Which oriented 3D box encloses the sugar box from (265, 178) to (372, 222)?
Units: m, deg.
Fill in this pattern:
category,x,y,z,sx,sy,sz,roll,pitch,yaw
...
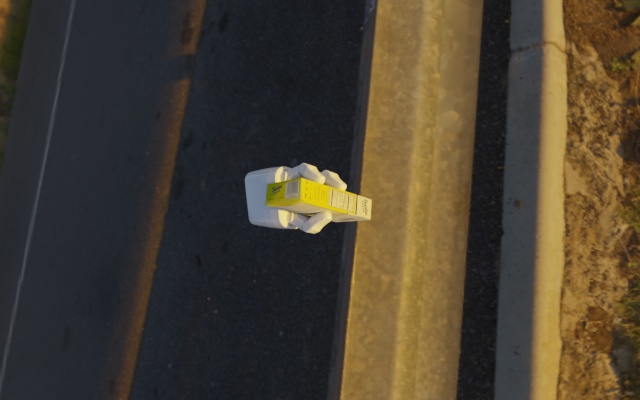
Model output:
category,x,y,z,sx,sy,sz,roll,pitch,yaw
sugar box,0.000,0.002,0.846,0.176,0.048,0.093,12,-13,-44
